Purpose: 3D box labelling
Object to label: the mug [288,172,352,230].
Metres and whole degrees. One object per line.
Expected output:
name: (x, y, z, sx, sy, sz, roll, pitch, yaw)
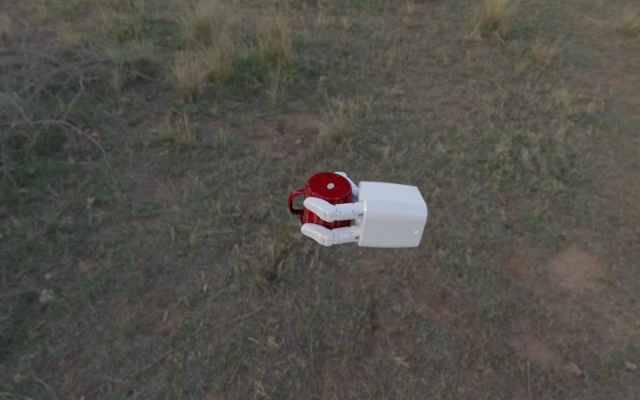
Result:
mug: (-0.001, 0.003, 0.849, 0.117, 0.082, 0.093, 2, 40, -4)
